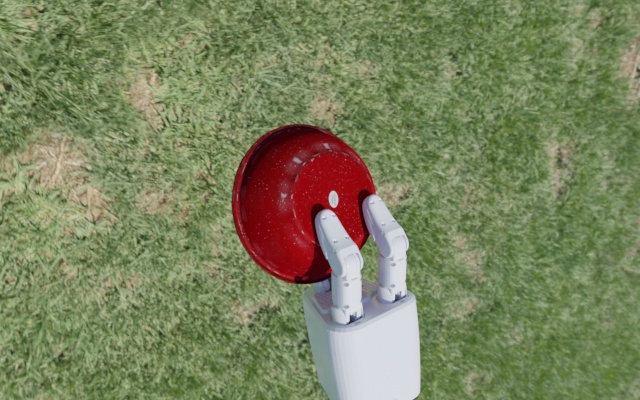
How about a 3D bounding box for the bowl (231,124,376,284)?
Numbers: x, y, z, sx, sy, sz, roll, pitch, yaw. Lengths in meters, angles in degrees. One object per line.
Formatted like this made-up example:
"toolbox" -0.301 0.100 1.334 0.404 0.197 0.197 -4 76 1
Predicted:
"bowl" 0.000 0.000 0.458 0.162 0.162 0.055 0 -3 -32
